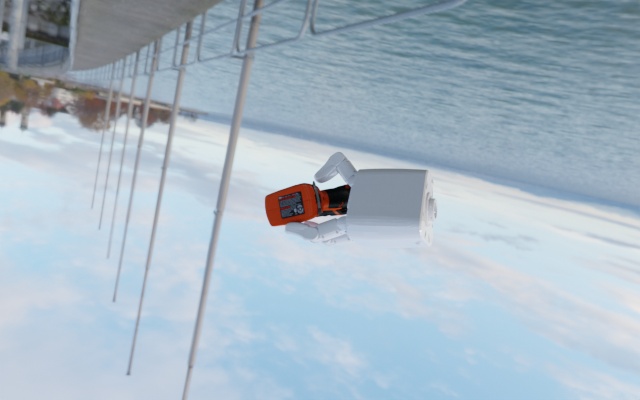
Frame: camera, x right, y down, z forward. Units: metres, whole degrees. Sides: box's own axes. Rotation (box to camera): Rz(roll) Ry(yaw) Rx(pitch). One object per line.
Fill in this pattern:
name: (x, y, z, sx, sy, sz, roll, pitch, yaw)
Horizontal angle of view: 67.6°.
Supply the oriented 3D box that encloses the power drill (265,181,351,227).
power drill: (0.000, 0.003, 0.797, 0.184, 0.057, 0.187, -17, -5, 42)
